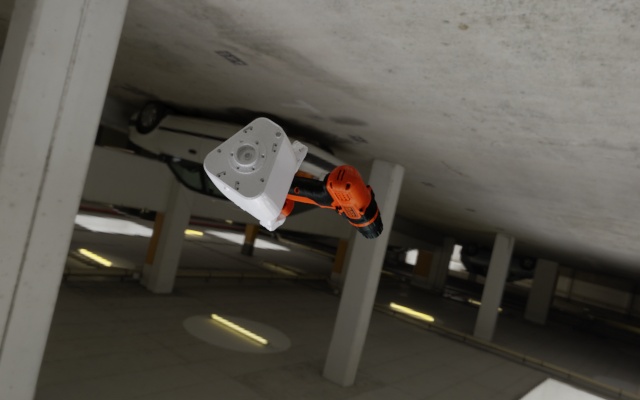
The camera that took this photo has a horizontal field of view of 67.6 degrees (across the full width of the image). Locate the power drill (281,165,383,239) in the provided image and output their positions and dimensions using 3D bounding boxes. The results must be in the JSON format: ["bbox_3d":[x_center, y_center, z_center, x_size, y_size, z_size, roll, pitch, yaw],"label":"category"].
[{"bbox_3d":[0.000,0.002,0.768,0.187,0.057,0.184,4,-30,25],"label":"power drill"}]
